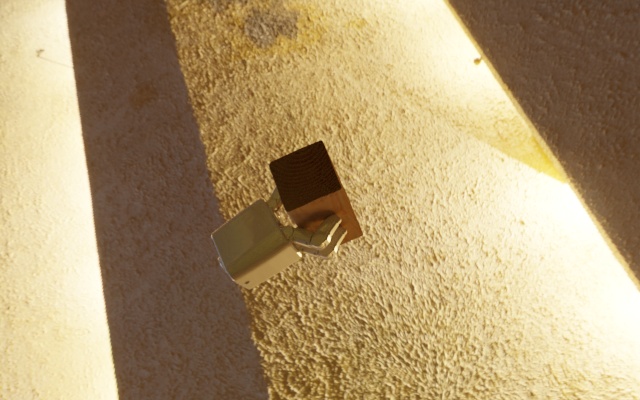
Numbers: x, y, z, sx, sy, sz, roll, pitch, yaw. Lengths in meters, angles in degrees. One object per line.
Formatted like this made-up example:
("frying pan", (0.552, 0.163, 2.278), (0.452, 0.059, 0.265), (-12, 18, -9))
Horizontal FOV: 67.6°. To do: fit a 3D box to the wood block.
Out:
("wood block", (0.000, 0.003, 0.780), (0.090, 0.090, 0.206), (-24, -26, 3))
